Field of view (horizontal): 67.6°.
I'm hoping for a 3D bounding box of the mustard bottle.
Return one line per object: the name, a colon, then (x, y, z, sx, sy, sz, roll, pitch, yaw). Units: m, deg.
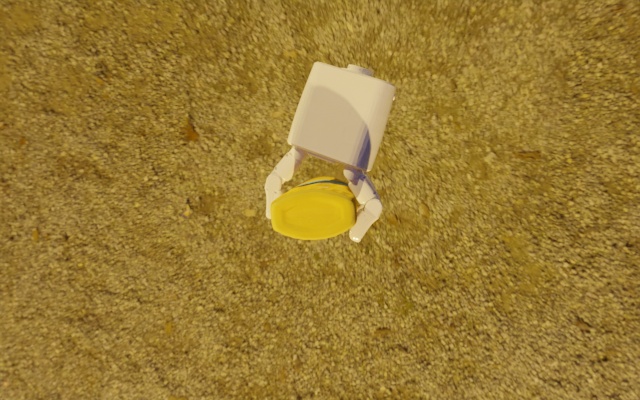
mustard bottle: (0.000, 0.002, 0.612, 0.096, 0.058, 0.191, -5, 8, 6)
